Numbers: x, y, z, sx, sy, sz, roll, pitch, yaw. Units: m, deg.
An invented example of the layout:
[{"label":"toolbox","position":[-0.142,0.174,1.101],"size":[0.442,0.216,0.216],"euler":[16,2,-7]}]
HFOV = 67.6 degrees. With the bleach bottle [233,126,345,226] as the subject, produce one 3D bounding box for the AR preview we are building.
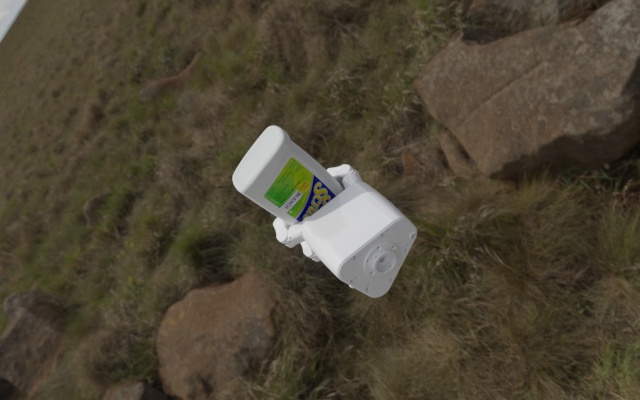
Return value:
[{"label":"bleach bottle","position":[0.000,0.002,0.691],"size":[0.251,0.102,0.068],"euler":[34,7,-35]}]
